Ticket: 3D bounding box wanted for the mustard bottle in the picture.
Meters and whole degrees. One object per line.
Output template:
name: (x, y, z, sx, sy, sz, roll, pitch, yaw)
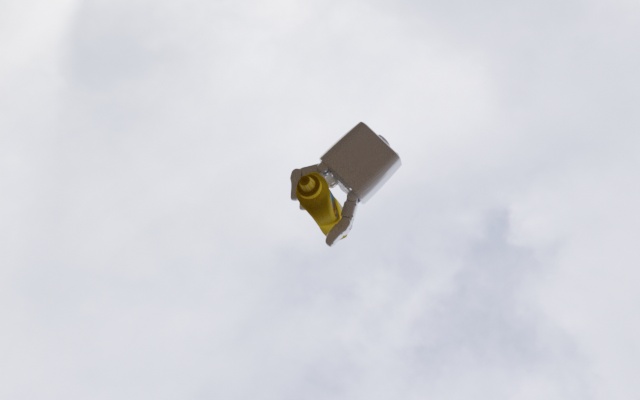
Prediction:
mustard bottle: (0.000, 0.003, 0.851, 0.058, 0.096, 0.192, -21, -26, 7)
